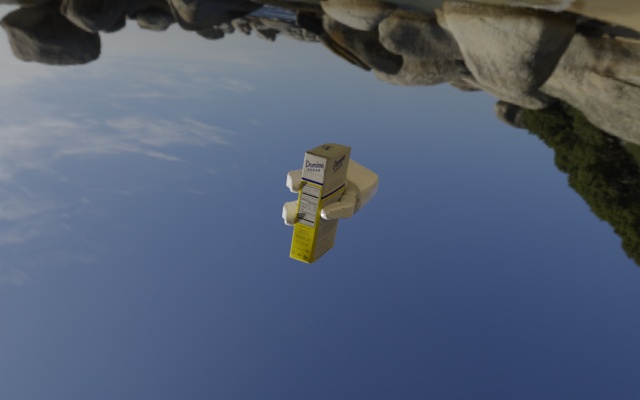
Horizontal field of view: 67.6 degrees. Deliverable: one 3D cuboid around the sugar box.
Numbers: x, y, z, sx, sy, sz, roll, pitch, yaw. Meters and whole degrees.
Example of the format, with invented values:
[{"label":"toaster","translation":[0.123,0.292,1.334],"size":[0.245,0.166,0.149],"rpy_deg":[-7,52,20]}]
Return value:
[{"label":"sugar box","translation":[0.000,0.002,0.753],"size":[0.048,0.176,0.093],"rpy_deg":[15,21,21]}]
